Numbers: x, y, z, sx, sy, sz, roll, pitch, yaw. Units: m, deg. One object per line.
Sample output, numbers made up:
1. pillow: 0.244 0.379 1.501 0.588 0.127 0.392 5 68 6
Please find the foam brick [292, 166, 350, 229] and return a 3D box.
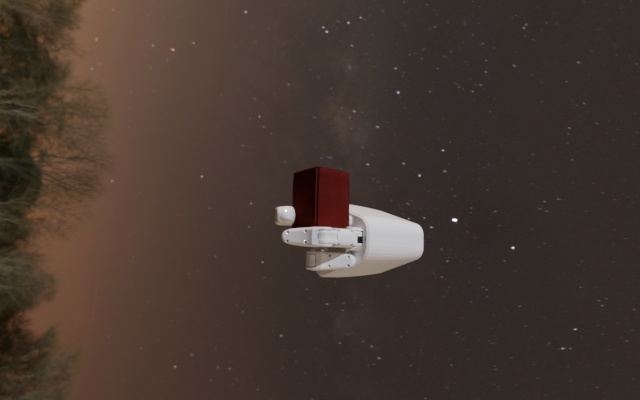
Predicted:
1. foam brick: 0.000 0.002 0.591 0.051 0.078 0.053 6 -7 -36
